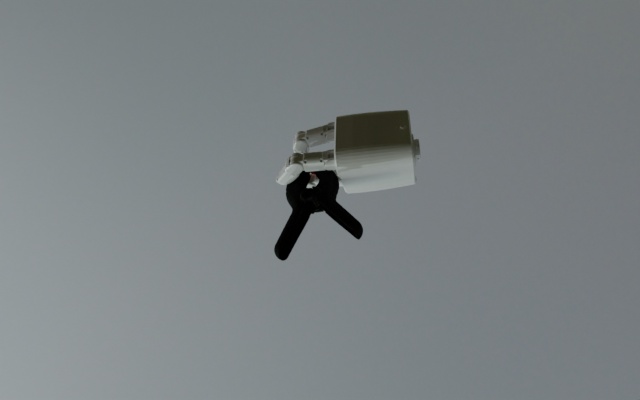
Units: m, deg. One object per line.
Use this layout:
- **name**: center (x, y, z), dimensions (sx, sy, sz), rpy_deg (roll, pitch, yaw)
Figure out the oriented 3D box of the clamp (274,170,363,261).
- **clamp**: center (0.000, 0.002, 0.665), dimensions (0.120, 0.171, 0.039), rpy_deg (-6, -38, 12)
